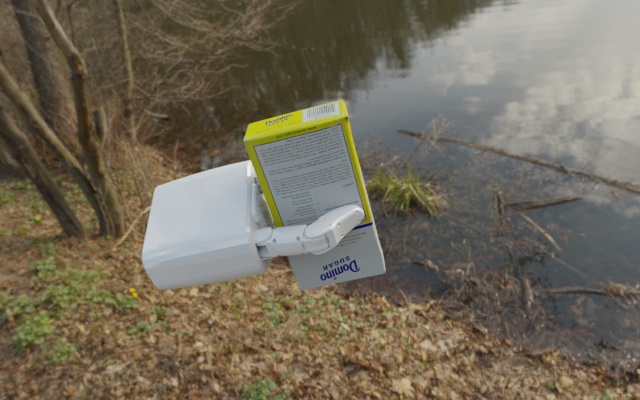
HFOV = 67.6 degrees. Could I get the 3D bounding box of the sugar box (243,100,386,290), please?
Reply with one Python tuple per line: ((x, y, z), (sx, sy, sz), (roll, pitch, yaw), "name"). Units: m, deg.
((0.000, 0.001, 0.461), (0.093, 0.176, 0.048), (-12, 32, 7), "sugar box")
